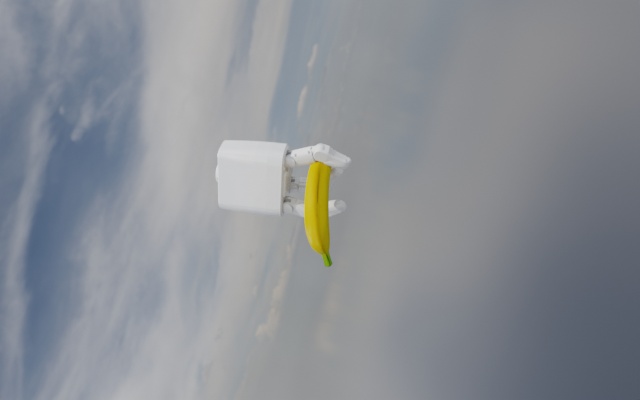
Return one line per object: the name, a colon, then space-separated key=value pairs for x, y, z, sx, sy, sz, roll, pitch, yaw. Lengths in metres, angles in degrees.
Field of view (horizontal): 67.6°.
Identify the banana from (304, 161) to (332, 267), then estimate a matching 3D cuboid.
banana: x=-0.003 y=-0.003 z=0.723 sx=0.037 sy=0.197 sz=0.070 roll=-3 pitch=-28 yaw=8
